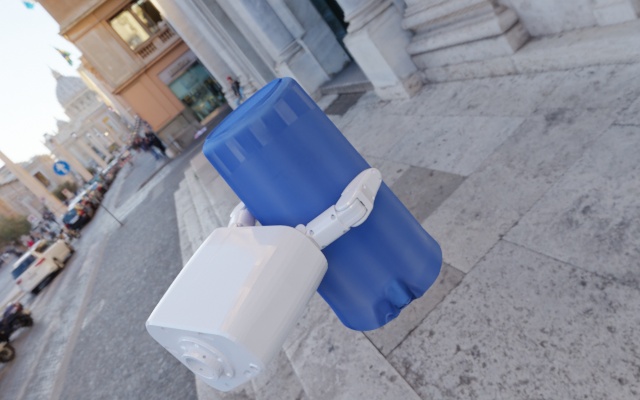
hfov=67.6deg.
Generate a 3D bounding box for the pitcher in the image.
[{"bbox_3d":[0.000,0.002,0.483,0.149,0.243,0.145,-20,28,43],"label":"pitcher"}]
